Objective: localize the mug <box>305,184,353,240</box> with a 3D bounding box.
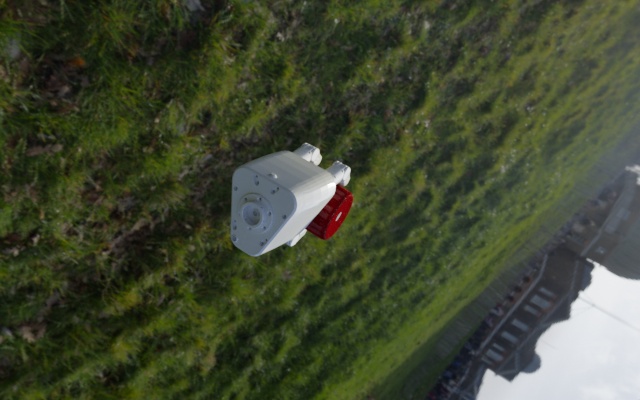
[{"bbox_3d":[0.001,0.002,0.721,0.081,0.093,0.117,31,26,16],"label":"mug"}]
